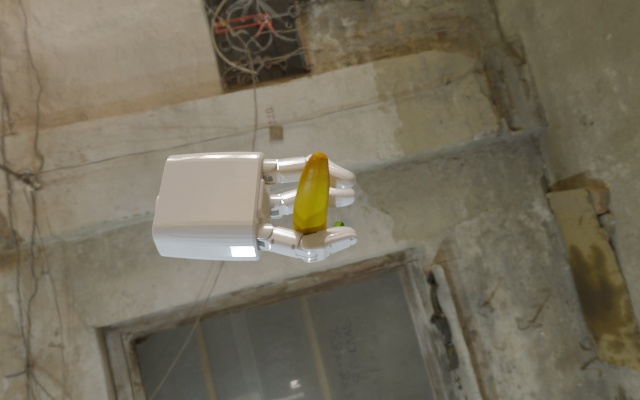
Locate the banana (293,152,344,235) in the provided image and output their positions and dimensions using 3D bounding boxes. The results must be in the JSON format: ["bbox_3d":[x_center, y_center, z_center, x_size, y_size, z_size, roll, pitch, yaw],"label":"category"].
[{"bbox_3d":[-0.005,0.020,0.517,0.037,0.069,0.198,15,-20,12],"label":"banana"}]
